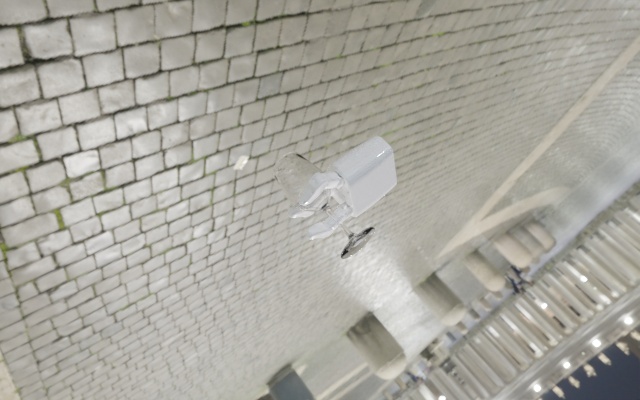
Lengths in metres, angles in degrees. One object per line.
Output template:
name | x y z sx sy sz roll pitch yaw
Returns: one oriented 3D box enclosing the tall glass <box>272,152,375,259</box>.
tall glass | 0.000 0.003 0.821 0.201 0.079 0.079 47 22 22
